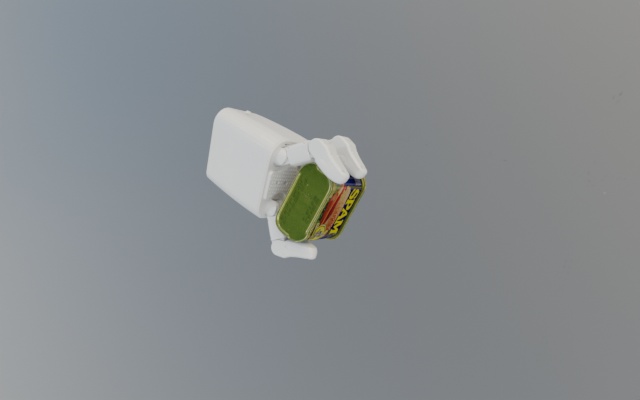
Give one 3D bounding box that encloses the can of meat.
[{"bbox_3d":[0.000,0.002,0.596,0.057,0.102,0.084,36,18,25],"label":"can of meat"}]
